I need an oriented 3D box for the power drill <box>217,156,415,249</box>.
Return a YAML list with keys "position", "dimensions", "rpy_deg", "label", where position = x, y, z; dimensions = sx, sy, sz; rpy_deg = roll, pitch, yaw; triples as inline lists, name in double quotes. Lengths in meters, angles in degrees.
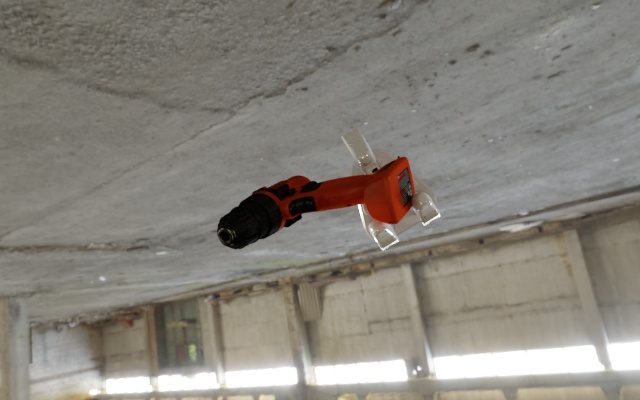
- position: [0.001, 0.002, 0.531]
  dimensions: [0.187, 0.057, 0.184]
  rpy_deg: [-6, 15, 26]
  label: "power drill"
